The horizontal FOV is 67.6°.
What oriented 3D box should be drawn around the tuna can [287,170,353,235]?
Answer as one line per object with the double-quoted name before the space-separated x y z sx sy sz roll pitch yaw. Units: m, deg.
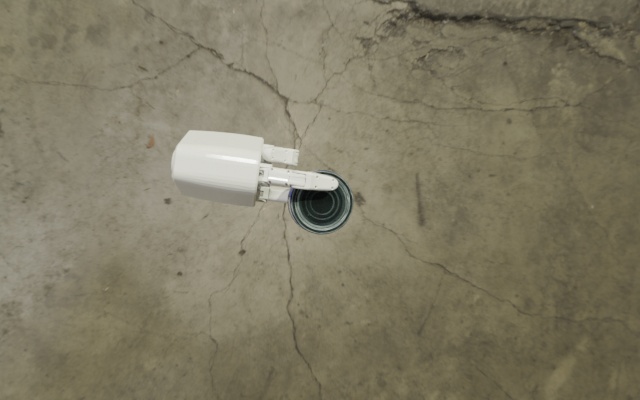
"tuna can" 0.000 0.002 0.636 0.086 0.086 0.034 0 2 -10
